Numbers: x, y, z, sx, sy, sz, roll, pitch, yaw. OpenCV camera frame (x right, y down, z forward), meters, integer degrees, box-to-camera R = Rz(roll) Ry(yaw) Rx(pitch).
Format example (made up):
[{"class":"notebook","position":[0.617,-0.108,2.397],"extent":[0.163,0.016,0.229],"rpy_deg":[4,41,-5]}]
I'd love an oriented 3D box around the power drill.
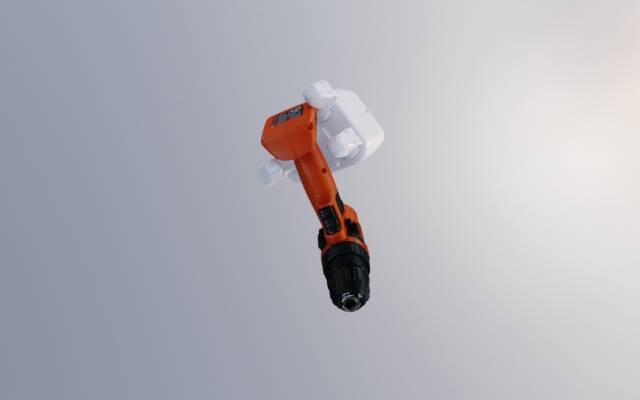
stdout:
[{"class":"power drill","position":[0.000,0.001,0.499],"extent":[0.057,0.188,0.184],"rpy_deg":[-20,23,6]}]
